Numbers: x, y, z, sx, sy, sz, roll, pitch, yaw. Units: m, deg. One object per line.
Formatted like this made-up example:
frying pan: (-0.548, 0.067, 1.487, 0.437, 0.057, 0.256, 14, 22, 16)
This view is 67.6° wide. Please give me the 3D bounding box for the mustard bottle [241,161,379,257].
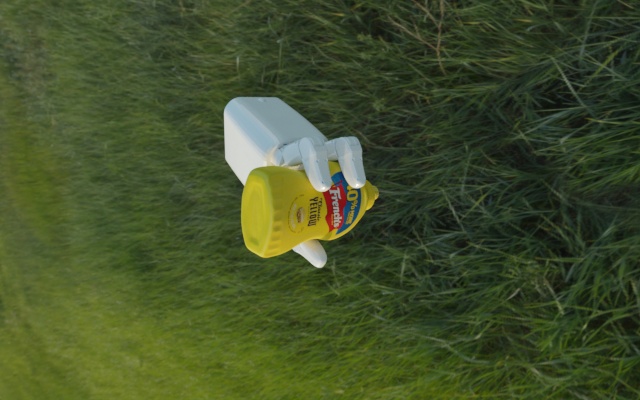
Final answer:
mustard bottle: (0.000, 0.002, 0.565, 0.191, 0.096, 0.058, -10, 21, -42)
